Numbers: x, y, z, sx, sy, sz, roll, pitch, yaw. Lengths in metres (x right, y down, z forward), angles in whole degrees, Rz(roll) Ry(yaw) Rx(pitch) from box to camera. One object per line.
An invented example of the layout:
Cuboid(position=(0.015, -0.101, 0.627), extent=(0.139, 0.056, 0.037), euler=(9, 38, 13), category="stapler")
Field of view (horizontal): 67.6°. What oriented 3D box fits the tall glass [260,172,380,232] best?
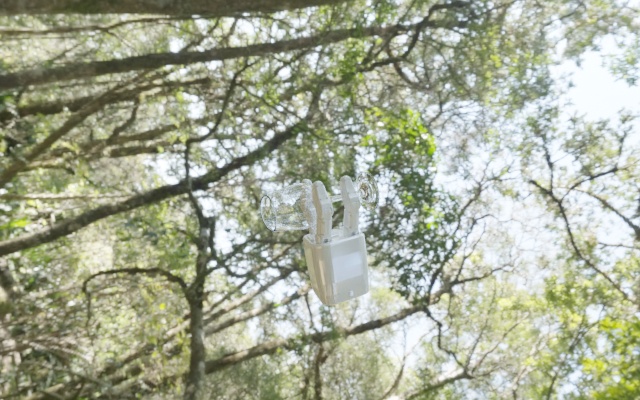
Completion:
Cuboid(position=(0.001, 0.002, 0.826), extent=(0.201, 0.079, 0.079), euler=(-12, 6, -28), category="tall glass")
